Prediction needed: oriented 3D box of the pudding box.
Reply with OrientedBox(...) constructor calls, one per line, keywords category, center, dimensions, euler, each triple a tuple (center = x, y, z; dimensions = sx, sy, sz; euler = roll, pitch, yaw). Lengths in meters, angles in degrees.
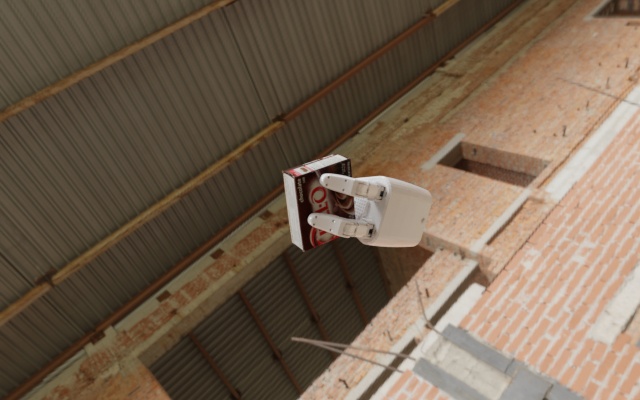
OrientedBox(category="pudding box", center=(0.000, 0.002, 0.649), dimensions=(0.090, 0.113, 0.039), euler=(-22, 27, -29))
